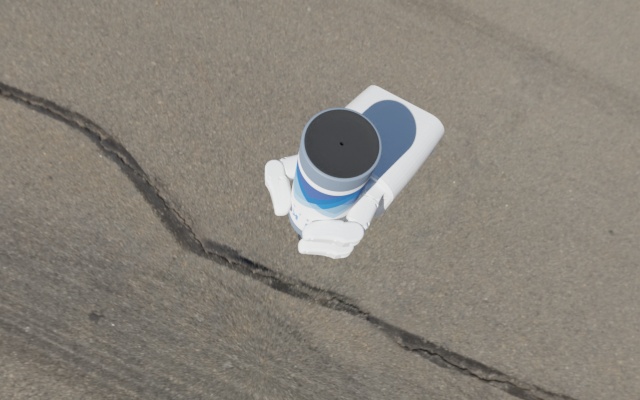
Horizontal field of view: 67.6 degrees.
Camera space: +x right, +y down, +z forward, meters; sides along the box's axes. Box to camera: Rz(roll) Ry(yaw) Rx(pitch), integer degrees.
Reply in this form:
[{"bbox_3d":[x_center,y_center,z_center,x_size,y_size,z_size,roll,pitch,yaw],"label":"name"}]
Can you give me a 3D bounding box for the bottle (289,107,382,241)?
[{"bbox_3d":[0.000,0.002,0.523,0.069,0.069,0.296,0,-19,-7],"label":"bottle"}]
